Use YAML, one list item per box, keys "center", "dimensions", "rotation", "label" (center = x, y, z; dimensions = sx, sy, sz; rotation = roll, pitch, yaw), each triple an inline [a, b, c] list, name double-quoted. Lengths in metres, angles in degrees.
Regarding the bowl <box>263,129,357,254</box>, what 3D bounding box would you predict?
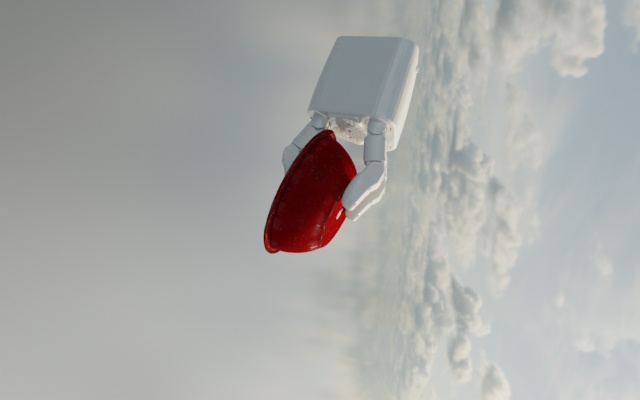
- center: [0.000, 0.003, 0.556]
  dimensions: [0.055, 0.162, 0.162]
  rotation: [28, 7, 14]
  label: "bowl"
